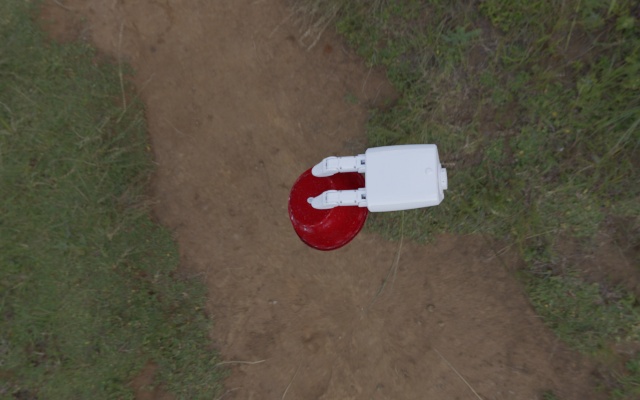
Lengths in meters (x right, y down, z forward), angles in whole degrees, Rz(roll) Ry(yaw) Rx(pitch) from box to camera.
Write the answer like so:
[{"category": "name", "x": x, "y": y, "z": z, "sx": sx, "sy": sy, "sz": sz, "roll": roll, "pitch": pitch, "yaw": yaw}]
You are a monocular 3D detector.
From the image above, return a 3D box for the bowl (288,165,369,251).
[{"category": "bowl", "x": -0.001, "y": 0.003, "z": 0.810, "sx": 0.162, "sy": 0.162, "sz": 0.055, "roll": 0, "pitch": -11, "yaw": 33}]
